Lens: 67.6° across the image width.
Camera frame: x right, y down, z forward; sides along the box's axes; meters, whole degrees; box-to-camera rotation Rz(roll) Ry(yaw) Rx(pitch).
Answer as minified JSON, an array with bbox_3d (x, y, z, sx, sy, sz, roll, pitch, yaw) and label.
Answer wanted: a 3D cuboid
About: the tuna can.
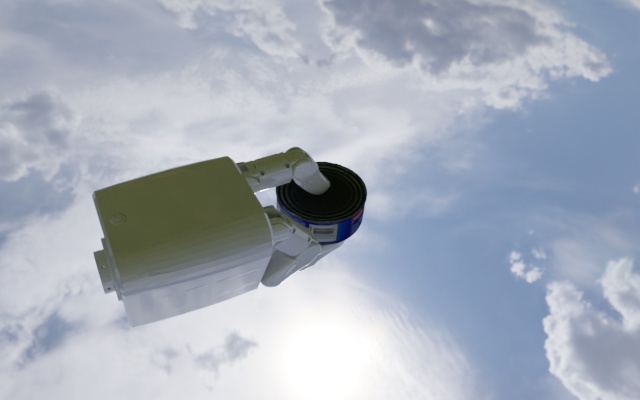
[{"bbox_3d":[0.000,0.002,0.456,0.086,0.034,0.086,2,42,-2],"label":"tuna can"}]
